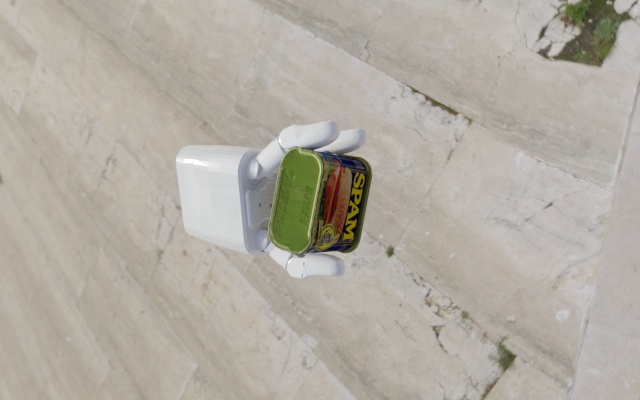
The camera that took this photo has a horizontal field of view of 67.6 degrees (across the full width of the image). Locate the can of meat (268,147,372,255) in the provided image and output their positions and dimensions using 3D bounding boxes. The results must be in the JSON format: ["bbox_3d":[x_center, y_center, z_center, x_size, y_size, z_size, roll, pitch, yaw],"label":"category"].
[{"bbox_3d":[0.000,0.002,0.467,0.057,0.102,0.084,14,6,35],"label":"can of meat"}]
